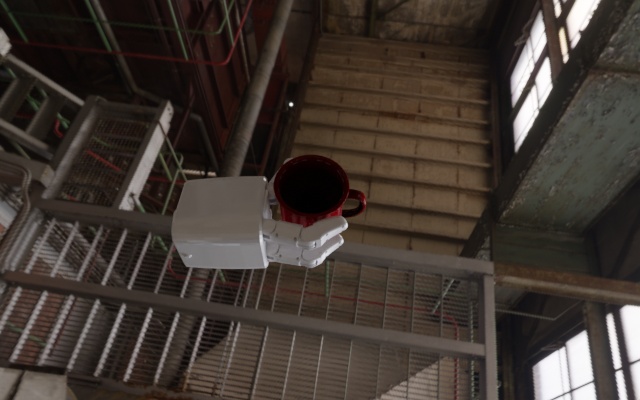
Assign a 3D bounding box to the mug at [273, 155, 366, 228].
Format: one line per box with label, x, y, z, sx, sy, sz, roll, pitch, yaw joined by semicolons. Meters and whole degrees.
mug;0.002;0.002;0.617;0.117;0.093;0.082;1;-32;-1
